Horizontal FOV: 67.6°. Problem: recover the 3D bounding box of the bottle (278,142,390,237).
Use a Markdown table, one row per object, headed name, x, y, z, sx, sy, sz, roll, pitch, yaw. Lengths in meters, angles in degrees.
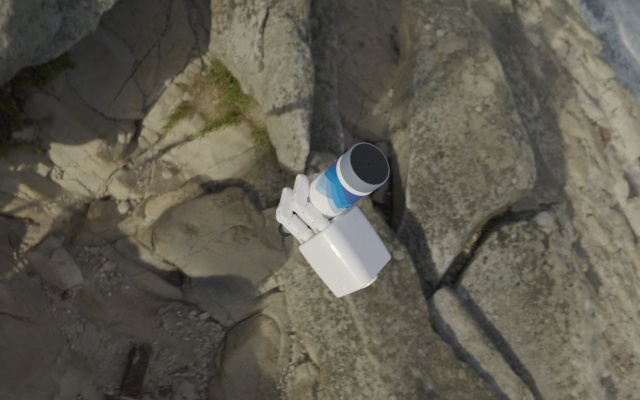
| name | x | y | z | sx | sy | sz | roll | pitch | yaw |
| --- | --- | --- | --- | --- | --- | --- | --- | --- | --- |
| bottle | 0.000 | 0.002 | 0.770 | 0.069 | 0.069 | 0.296 | 0 | -21 | -29 |
